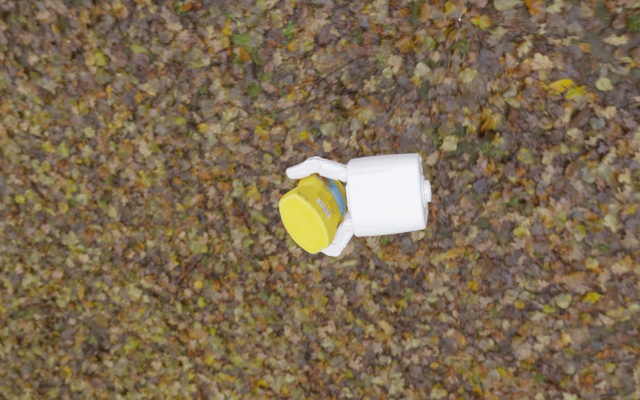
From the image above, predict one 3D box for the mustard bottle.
[{"bbox_3d":[0.000,0.003,0.758,0.058,0.096,0.191,-30,10,23],"label":"mustard bottle"}]
